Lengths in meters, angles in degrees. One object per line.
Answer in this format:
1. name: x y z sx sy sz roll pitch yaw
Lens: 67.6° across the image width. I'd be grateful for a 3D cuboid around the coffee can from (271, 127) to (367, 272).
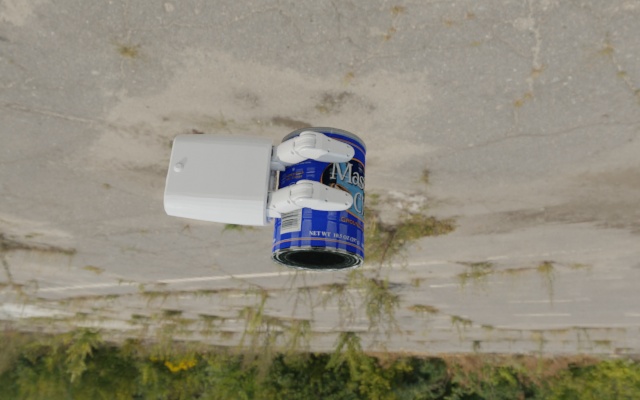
1. coffee can: 0.000 0.002 0.547 0.103 0.140 0.103 3 -21 1
